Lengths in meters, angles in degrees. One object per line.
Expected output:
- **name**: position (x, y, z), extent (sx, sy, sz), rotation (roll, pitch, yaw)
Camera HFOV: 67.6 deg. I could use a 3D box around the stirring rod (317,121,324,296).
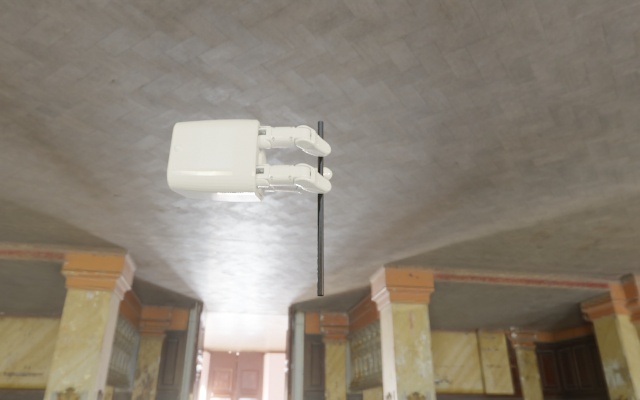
- **stirring rod**: position (0.000, 0.002, 0.610), extent (0.011, 0.239, 0.011), rotation (0, -24, 0)
